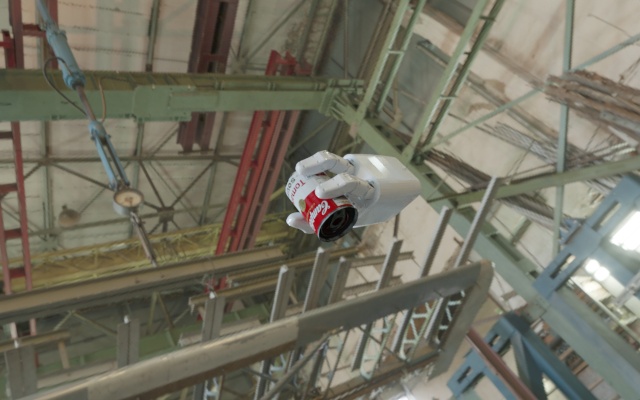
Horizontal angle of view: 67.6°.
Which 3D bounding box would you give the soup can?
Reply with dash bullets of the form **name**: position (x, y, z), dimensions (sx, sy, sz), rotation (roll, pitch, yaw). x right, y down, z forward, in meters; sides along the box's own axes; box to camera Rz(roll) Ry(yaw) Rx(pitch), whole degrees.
- **soup can**: position (0.000, 0.002, 0.705), dimensions (0.068, 0.068, 0.102), rotation (0, 40, -42)
